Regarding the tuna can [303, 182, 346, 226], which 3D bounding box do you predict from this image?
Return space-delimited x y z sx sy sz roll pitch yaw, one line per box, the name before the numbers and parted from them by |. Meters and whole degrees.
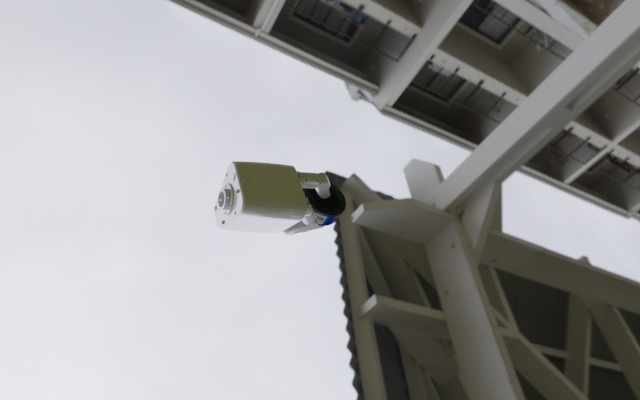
tuna can | 0.000 0.003 0.847 0.086 0.086 0.034 0 -39 -33
